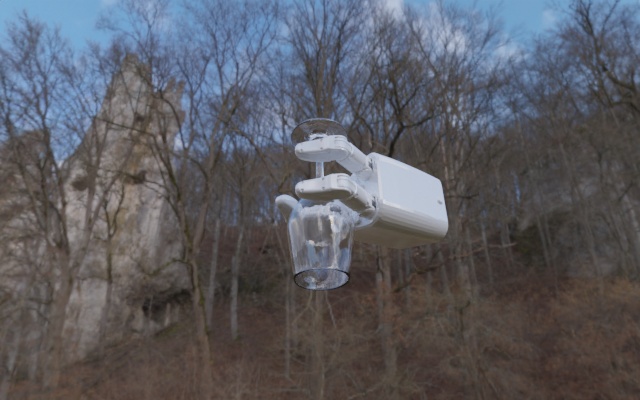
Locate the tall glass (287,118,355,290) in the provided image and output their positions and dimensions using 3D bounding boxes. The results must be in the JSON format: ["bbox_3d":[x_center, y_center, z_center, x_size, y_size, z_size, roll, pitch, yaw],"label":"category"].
[{"bbox_3d":[0.000,0.001,0.569,0.079,0.201,0.079,0,-32,0],"label":"tall glass"}]
